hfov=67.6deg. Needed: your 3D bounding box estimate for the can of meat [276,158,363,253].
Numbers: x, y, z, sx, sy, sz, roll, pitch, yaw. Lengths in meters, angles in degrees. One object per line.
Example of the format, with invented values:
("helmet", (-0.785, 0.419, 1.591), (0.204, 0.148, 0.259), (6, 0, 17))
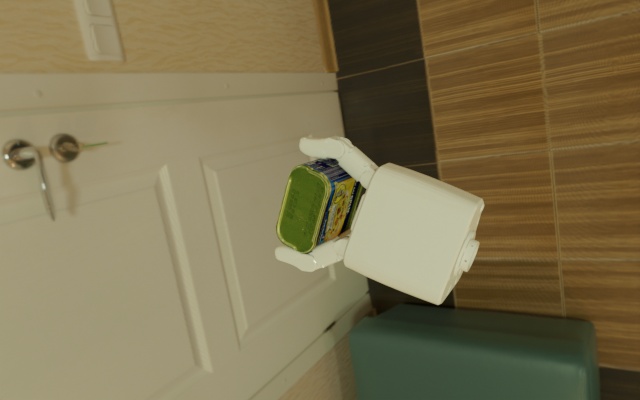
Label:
("can of meat", (0.000, 0.002, 0.540), (0.057, 0.102, 0.084), (25, 25, 23))
